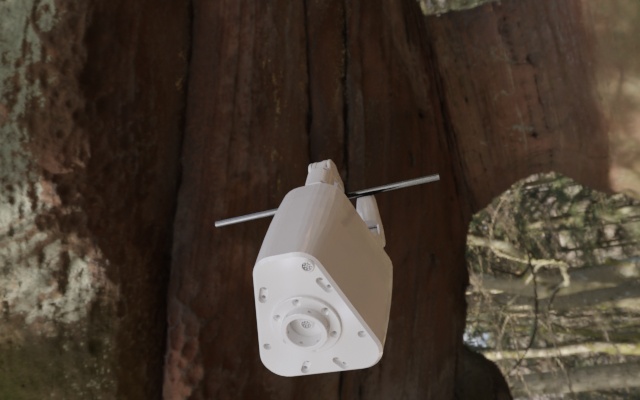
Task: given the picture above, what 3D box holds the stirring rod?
[{"bbox_3d":[0.000,0.002,0.489,0.239,0.011,0.011,-12,-3,16],"label":"stirring rod"}]
